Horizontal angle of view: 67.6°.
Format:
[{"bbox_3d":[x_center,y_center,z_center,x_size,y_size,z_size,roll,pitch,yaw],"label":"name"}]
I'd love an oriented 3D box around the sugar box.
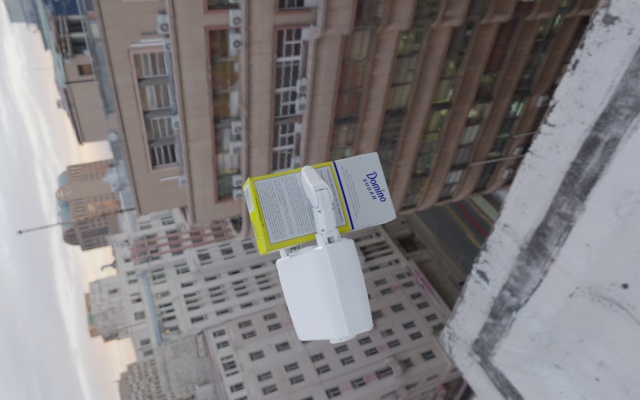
[{"bbox_3d":[0.000,0.002,0.604,0.176,0.093,0.048,-12,-8,-22],"label":"sugar box"}]
